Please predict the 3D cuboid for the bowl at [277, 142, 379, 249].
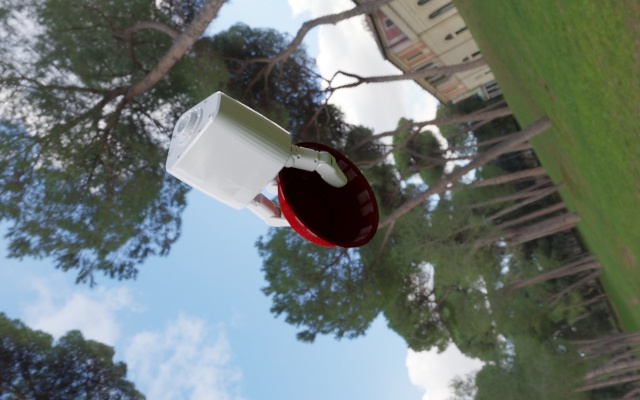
[{"bbox_3d":[0.001,0.003,0.641,0.162,0.162,0.055,0,-30,-40],"label":"bowl"}]
